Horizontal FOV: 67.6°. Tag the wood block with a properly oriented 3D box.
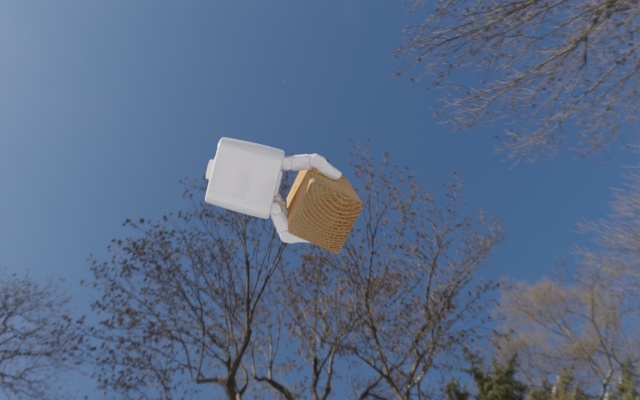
[{"bbox_3d":[0.000,0.002,0.816,0.090,0.091,0.206,24,11,-10],"label":"wood block"}]
